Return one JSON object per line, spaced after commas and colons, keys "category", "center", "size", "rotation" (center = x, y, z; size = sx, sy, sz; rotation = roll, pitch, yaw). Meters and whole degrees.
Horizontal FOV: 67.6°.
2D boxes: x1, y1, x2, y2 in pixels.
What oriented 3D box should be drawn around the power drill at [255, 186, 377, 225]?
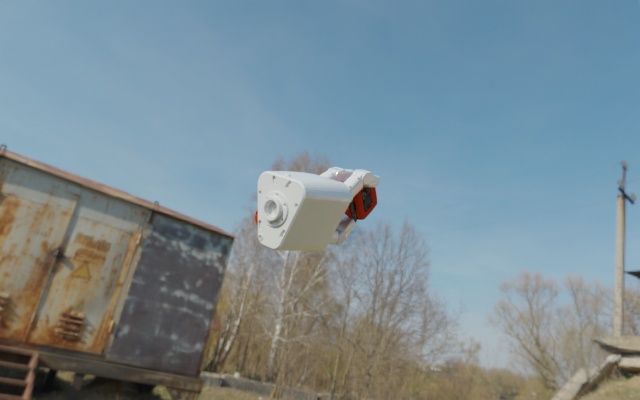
{"category": "power drill", "center": [0.000, 0.003, 0.838], "size": [0.187, 0.057, 0.184], "rotation": [-9, 13, 22]}
